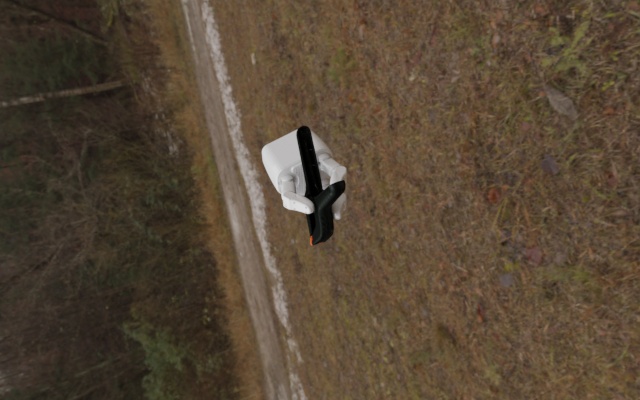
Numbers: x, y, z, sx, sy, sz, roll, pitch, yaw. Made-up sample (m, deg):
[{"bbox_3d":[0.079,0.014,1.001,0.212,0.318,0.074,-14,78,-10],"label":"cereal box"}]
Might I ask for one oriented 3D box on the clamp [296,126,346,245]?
[{"bbox_3d":[-0.001,0.003,0.790,0.036,0.210,0.164,-13,37,-16],"label":"clamp"}]
